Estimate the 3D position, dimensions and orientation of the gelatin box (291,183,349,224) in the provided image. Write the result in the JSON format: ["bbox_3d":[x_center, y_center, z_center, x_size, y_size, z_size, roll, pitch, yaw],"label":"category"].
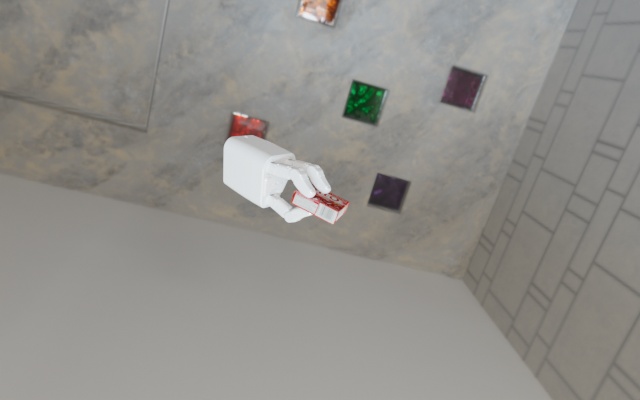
[{"bbox_3d":[0.000,0.003,0.867,0.089,0.030,0.073,27,20,11],"label":"gelatin box"}]
